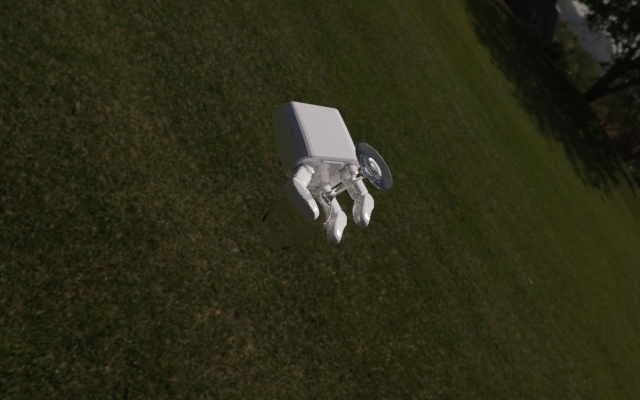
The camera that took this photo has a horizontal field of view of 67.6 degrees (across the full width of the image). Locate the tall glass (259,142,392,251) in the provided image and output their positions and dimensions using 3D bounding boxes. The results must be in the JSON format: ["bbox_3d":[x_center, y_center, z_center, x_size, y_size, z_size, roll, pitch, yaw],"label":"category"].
[{"bbox_3d":[0.001,0.002,0.678,0.201,0.079,0.079,-34,-19,30],"label":"tall glass"}]
